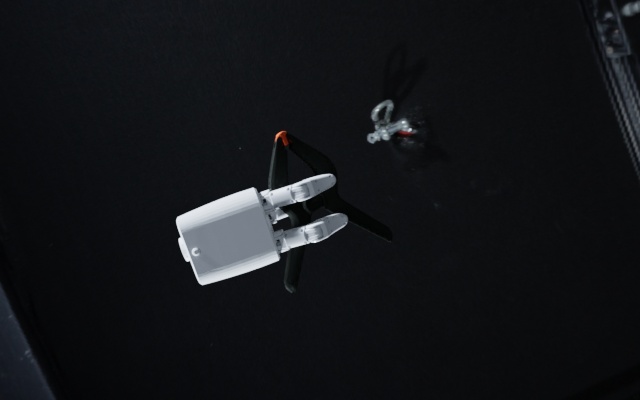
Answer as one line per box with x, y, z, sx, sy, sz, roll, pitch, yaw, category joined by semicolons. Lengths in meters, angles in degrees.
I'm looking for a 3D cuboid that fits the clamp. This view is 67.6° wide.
0.000;0.002;0.644;0.164;0.210;0.036;-20;9;-11;clamp
